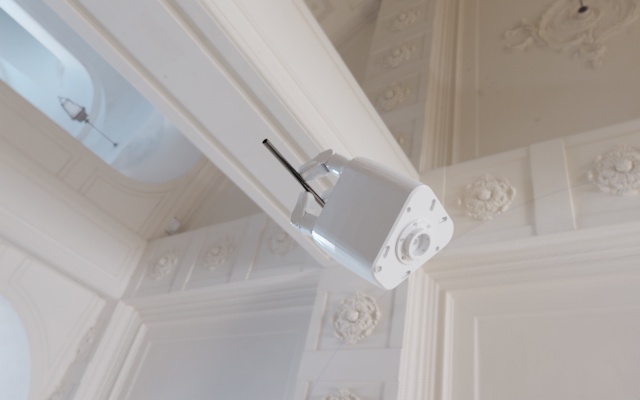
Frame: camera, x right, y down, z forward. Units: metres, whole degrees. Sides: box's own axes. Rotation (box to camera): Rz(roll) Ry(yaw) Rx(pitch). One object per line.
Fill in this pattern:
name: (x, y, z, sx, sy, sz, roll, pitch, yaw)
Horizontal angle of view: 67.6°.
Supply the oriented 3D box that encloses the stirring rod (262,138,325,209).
stirring rod: (0.000, 0.002, 0.625, 0.011, 0.011, 0.240, 0, -36, 41)
